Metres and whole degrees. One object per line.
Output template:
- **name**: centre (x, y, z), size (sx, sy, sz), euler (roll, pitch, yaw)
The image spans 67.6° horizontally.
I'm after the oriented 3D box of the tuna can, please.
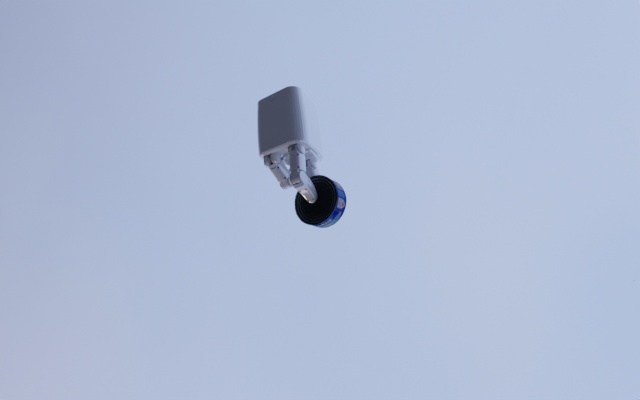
- **tuna can**: centre (0.000, 0.003, 0.803), size (0.086, 0.086, 0.034), euler (0, -13, 35)
